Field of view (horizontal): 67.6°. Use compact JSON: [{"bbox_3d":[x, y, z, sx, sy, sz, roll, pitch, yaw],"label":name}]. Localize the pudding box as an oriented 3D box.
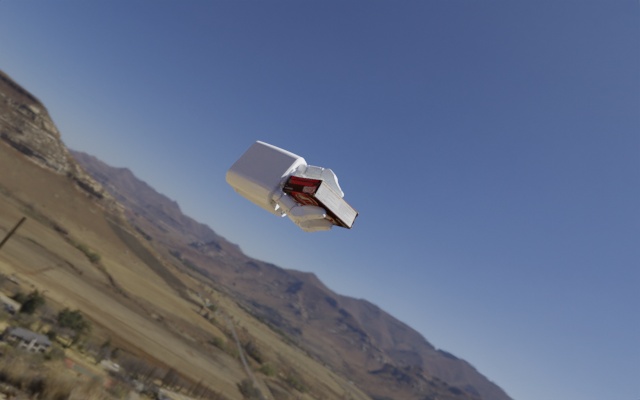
[{"bbox_3d":[0.000,0.003,0.845,0.090,0.039,0.113,12,-21,50],"label":"pudding box"}]
